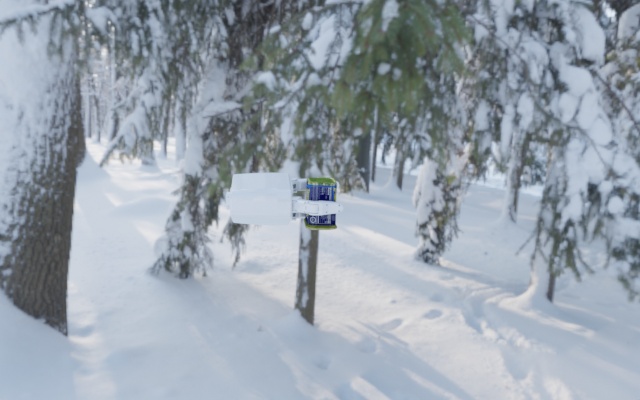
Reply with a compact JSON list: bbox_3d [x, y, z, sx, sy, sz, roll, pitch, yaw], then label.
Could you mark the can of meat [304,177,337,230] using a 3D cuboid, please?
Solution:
[{"bbox_3d":[0.000,0.003,0.872,0.057,0.084,0.102,1,8,-5],"label":"can of meat"}]
